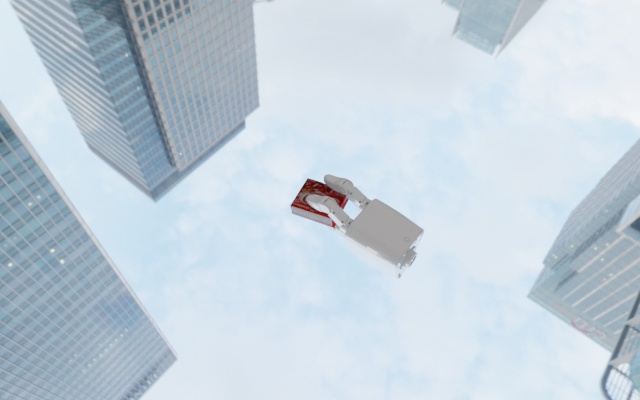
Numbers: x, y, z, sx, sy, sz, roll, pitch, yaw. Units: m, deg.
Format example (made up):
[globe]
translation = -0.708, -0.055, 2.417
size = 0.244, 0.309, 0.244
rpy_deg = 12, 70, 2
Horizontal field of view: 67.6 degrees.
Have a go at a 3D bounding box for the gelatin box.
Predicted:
[gelatin box]
translation = 0.000, 0.003, 0.881
size = 0.089, 0.073, 0.030
rpy_deg = 18, -35, 19
